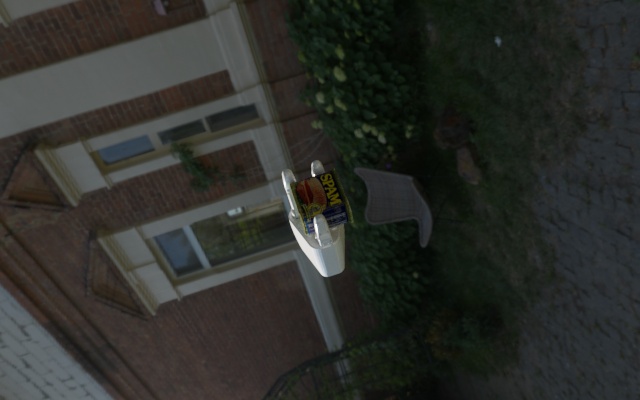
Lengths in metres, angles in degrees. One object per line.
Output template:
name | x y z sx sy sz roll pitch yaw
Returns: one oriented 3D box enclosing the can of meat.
can of meat | 0.000 0.003 0.819 0.084 0.102 0.057 -18 -37 -3
